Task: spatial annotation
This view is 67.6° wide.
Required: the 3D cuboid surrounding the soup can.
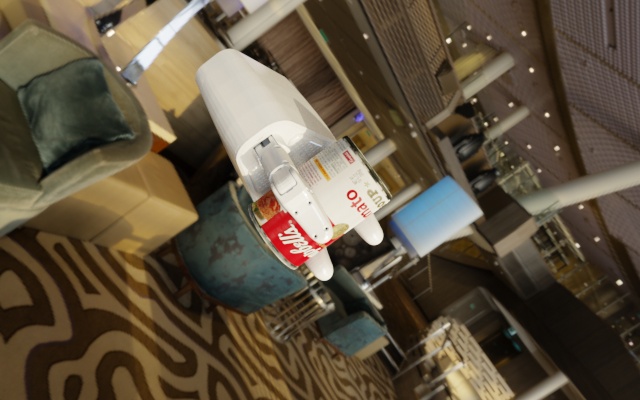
[{"bbox_3d":[0.001,0.001,0.402,0.102,0.068,0.068,-36,-4,5],"label":"soup can"}]
